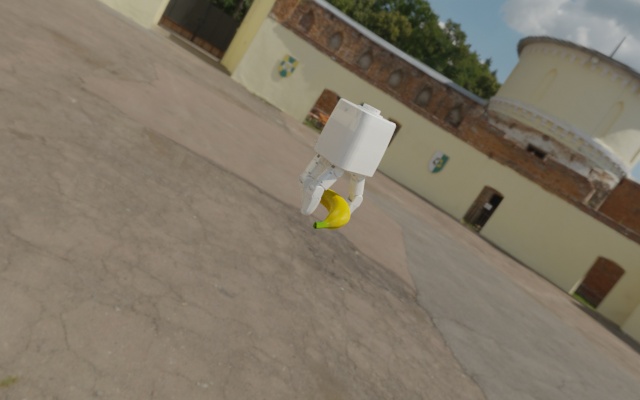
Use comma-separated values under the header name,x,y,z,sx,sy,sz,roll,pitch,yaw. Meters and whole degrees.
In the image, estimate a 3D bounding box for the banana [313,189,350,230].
name,x,y,z,sx,sy,sz,roll,pitch,yaw
banana,0.018,0.010,0.875,0.069,0.037,0.197,18,16,-10
